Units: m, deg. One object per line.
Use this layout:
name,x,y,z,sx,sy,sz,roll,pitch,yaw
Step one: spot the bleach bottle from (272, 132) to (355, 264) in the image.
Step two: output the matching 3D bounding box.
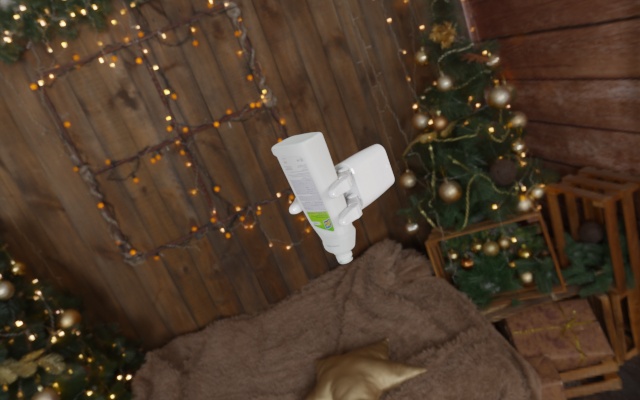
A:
bleach bottle,0.000,0.003,0.884,0.068,0.251,0.102,-34,22,-35
